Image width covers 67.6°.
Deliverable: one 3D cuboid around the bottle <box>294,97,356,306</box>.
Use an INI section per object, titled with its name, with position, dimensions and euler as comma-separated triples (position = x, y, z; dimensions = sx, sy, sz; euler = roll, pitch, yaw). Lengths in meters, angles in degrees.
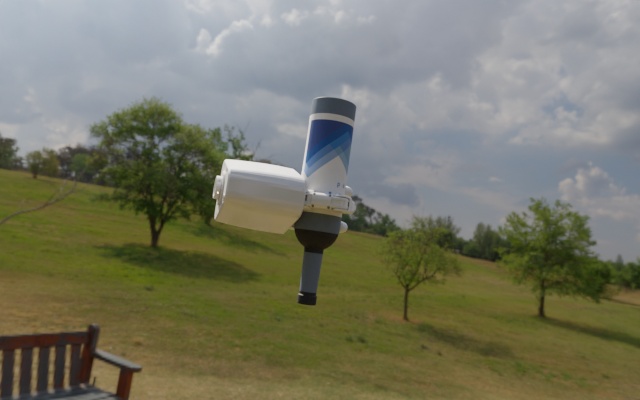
[bottle]
position = 0.000, 0.002, 0.694
dimensions = 0.069, 0.295, 0.069
euler = 8, -6, 1
